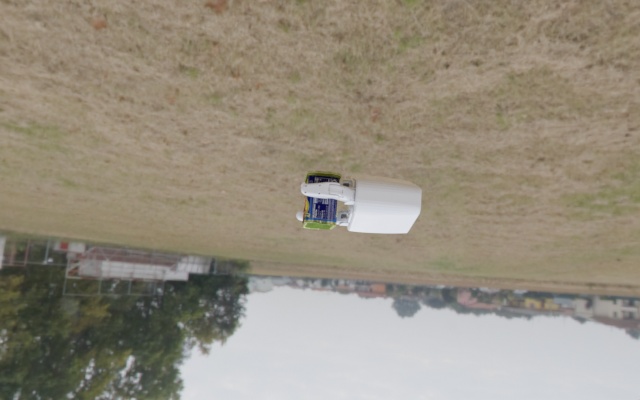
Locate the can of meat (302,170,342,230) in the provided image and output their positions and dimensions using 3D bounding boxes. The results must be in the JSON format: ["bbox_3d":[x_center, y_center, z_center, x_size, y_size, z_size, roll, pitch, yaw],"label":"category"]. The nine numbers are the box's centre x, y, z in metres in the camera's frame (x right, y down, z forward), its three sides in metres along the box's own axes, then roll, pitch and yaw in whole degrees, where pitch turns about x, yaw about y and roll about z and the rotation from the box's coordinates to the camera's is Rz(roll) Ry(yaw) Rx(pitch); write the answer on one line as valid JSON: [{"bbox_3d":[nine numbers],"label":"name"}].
[{"bbox_3d":[0.000,0.003,0.790,0.057,0.084,0.102,5,-9,-4],"label":"can of meat"}]
